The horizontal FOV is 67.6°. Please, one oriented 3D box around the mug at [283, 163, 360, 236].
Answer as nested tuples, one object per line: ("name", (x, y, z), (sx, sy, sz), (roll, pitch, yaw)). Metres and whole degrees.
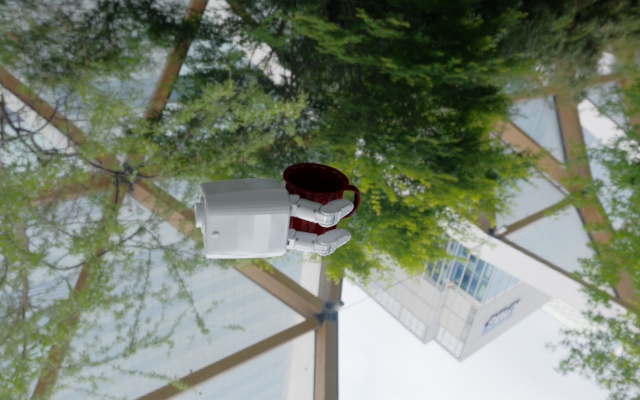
("mug", (0.001, 0.002, 0.686), (0.117, 0.081, 0.093), (-1, 31, -18))
